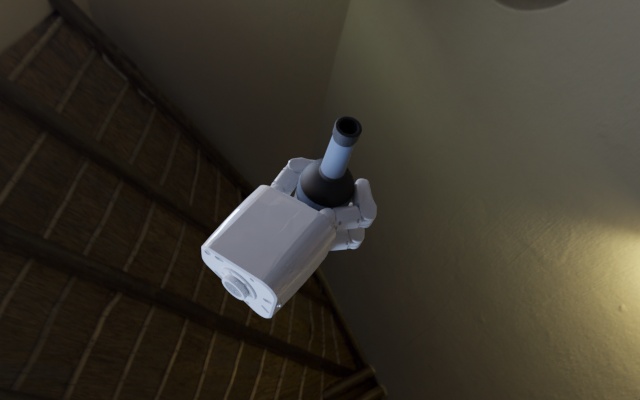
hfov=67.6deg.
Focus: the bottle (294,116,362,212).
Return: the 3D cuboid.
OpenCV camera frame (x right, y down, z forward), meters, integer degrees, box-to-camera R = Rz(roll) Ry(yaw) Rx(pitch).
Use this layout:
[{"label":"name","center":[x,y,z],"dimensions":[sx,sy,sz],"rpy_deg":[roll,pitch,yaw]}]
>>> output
[{"label":"bottle","center":[0.000,0.002,0.593],"dimensions":[0.069,0.069,0.296],"rpy_deg":[0,-30,-13]}]
